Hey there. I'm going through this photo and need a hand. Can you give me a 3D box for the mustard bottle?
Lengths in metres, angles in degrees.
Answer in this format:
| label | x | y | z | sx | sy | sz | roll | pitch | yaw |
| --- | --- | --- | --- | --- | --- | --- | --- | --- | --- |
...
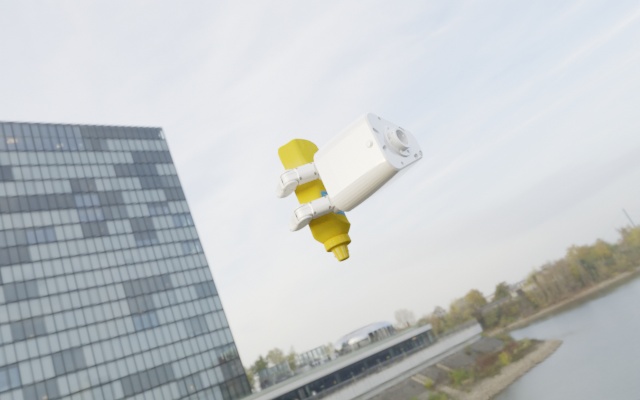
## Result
| label | x | y | z | sx | sy | sz | roll | pitch | yaw |
| --- | --- | --- | --- | --- | --- | --- | --- | --- | --- |
| mustard bottle | 0.000 | 0.002 | 0.726 | 0.058 | 0.191 | 0.096 | -28 | -19 | 15 |
